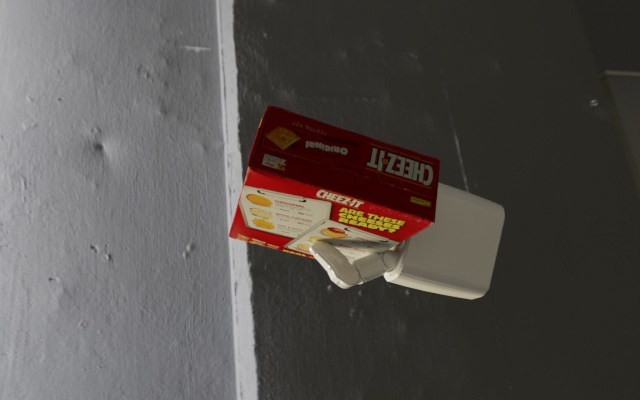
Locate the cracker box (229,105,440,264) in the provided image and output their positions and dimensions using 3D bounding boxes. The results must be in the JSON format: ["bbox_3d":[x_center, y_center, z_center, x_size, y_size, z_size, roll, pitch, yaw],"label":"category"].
[{"bbox_3d":[0.000,0.002,0.494,0.164,0.072,0.214,16,-23,-9],"label":"cracker box"}]
